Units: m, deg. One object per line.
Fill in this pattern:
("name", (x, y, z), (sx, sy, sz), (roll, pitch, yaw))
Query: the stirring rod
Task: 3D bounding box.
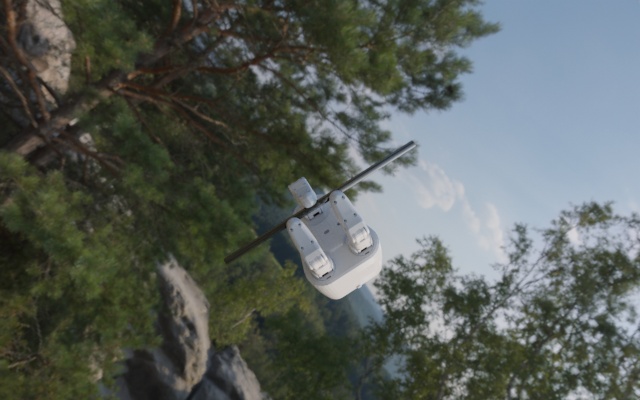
("stirring rod", (0.000, 0.002, 0.516), (0.239, 0.011, 0.011), (-32, 2, -3))
